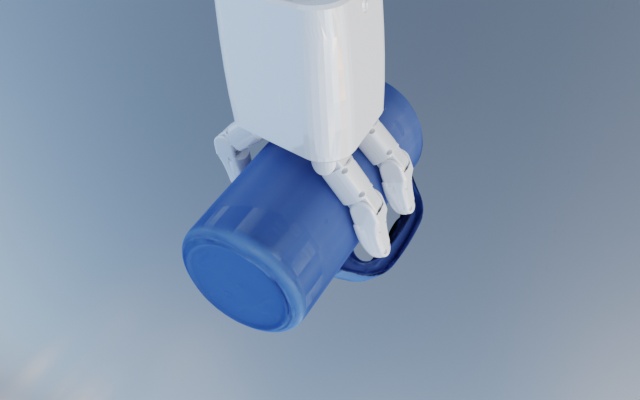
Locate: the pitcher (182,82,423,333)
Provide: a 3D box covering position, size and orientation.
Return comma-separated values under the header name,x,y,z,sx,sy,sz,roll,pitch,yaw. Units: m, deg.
name,x,y,z,sx,sy,sz,roll,pitch,yaw
pitcher,0.000,0.001,0.430,0.149,0.145,0.242,16,44,22
